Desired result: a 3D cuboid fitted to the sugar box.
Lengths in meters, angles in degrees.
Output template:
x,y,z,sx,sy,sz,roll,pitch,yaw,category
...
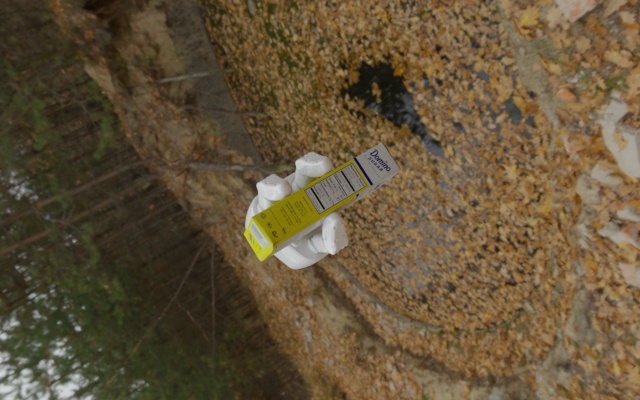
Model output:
x,y,z,sx,sy,sz,roll,pitch,yaw,category
0.000,0.001,0.553,0.176,0.048,0.093,-33,-4,-21,sugar box
